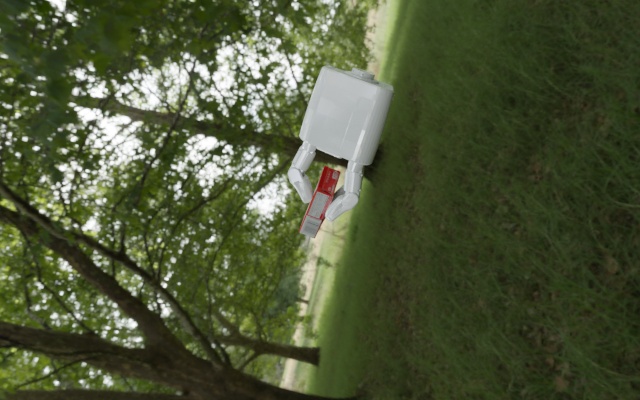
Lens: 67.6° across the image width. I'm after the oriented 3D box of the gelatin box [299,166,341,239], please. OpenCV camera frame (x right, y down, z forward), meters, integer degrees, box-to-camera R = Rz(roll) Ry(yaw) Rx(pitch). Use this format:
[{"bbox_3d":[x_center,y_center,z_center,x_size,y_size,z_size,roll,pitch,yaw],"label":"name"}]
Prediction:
[{"bbox_3d":[0.000,0.003,0.736,0.030,0.089,0.073,22,33,-2],"label":"gelatin box"}]
